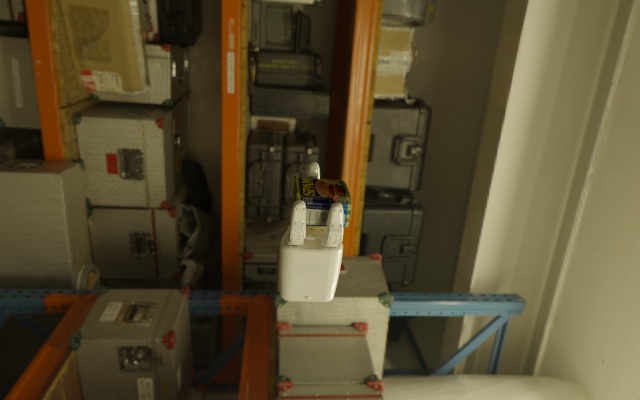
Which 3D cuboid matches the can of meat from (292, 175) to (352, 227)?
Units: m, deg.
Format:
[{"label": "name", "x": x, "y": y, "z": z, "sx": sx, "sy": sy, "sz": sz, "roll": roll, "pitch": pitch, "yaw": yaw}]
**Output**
[{"label": "can of meat", "x": 0.000, "y": 0.002, "z": 0.751, "sx": 0.084, "sy": 0.057, "sz": 0.102, "roll": 4, "pitch": 24, "yaw": -6}]
